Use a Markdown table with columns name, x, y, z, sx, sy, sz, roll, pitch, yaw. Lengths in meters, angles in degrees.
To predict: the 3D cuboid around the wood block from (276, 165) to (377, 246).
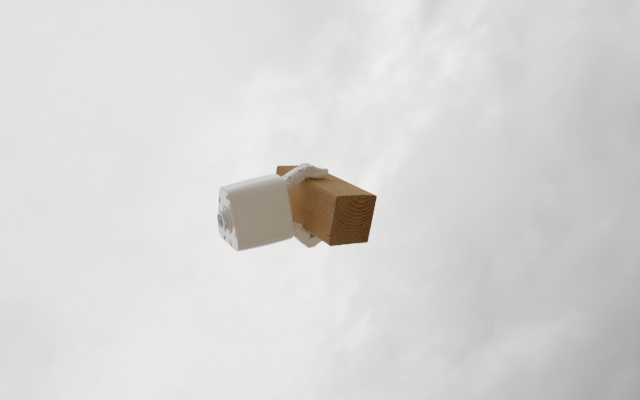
| name | x | y | z | sx | sy | sz | roll | pitch | yaw |
| --- | --- | --- | --- | --- | --- | --- | --- | --- | --- |
| wood block | 0.000 | 0.003 | 0.890 | 0.090 | 0.091 | 0.206 | -2 | 19 | -35 |
